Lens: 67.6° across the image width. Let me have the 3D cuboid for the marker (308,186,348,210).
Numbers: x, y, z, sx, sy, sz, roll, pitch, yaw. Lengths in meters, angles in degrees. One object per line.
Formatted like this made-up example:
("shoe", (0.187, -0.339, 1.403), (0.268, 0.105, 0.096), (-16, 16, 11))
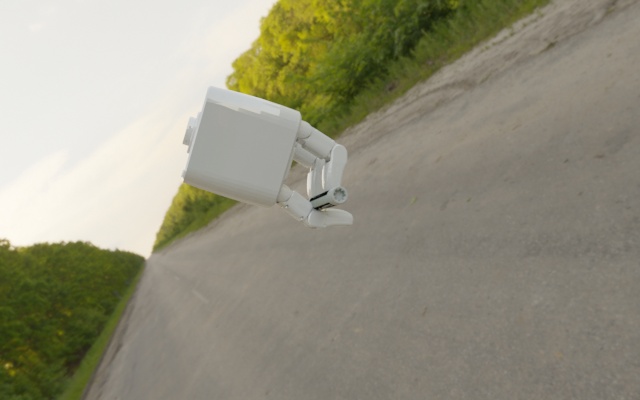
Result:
("marker", (0.000, 0.002, 0.553), (0.020, 0.020, 0.121), (0, -7, -20))
